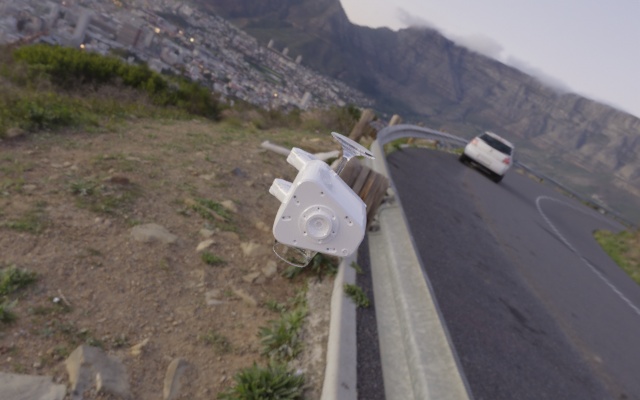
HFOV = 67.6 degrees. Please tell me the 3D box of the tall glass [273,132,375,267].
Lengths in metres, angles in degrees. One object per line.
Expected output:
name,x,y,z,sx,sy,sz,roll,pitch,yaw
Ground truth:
tall glass,0.001,0.002,0.722,0.079,0.201,0.079,27,16,-8
